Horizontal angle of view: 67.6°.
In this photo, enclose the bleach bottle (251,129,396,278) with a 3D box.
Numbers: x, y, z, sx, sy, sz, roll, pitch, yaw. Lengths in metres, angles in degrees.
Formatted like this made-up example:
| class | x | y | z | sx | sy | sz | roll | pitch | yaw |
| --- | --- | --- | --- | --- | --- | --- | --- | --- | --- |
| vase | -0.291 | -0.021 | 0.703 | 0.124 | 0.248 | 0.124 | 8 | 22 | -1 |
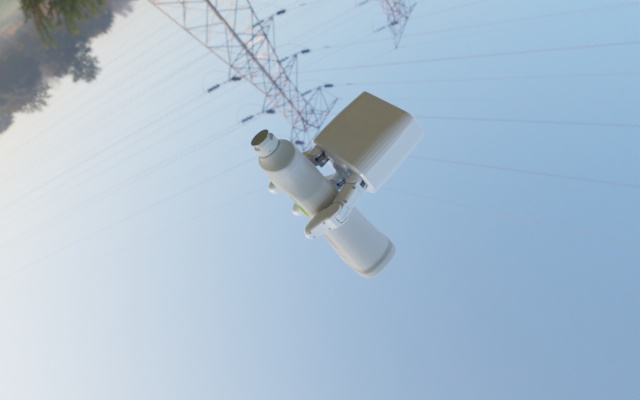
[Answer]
| class | x | y | z | sx | sy | sz | roll | pitch | yaw |
| --- | --- | --- | --- | --- | --- | --- | --- | --- | --- |
| bleach bottle | 0.000 | 0.002 | 0.645 | 0.251 | 0.068 | 0.102 | 47 | -8 | -34 |
